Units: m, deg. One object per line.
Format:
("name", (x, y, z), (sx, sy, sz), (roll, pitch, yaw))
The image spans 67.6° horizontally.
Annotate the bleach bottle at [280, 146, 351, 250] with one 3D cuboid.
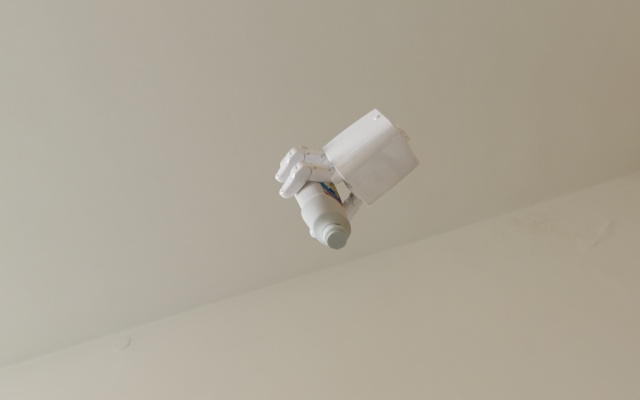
("bleach bottle", (0.000, 0.002, 0.738), (0.068, 0.103, 0.250), (-39, 29, 7))
